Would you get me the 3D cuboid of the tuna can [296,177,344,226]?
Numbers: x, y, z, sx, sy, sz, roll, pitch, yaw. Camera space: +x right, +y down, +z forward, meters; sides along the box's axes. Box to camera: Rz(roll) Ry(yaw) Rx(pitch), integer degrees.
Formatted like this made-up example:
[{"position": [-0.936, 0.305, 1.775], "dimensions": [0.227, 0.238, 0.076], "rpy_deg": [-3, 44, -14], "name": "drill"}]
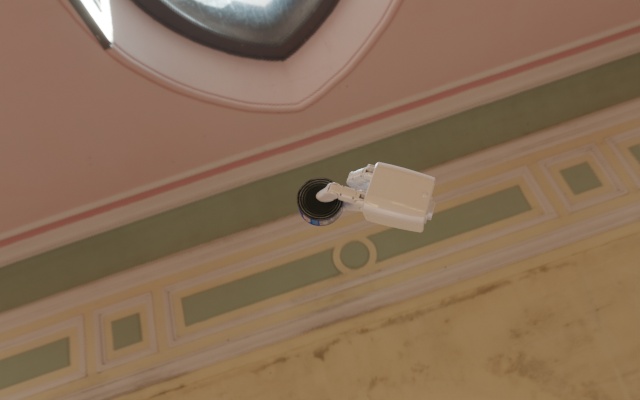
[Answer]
[{"position": [0.000, 0.003, 0.877], "dimensions": [0.086, 0.086, 0.034], "rpy_deg": [0, -25, 3], "name": "tuna can"}]
